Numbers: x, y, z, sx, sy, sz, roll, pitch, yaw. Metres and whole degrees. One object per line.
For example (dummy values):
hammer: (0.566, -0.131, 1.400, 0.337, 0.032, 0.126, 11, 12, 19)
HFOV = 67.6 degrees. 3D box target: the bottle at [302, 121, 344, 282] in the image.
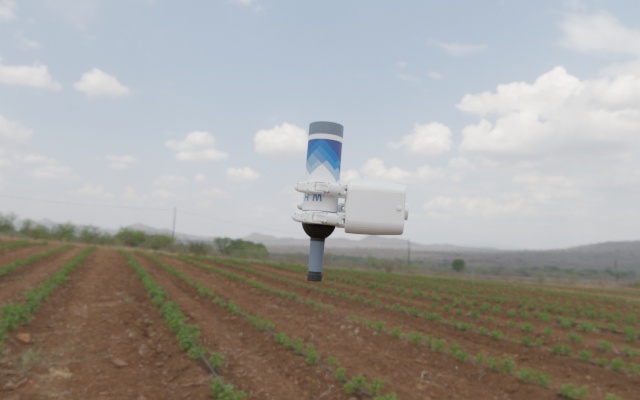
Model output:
bottle: (0.000, 0.003, 0.897, 0.069, 0.295, 0.069, 4, -6, 0)
